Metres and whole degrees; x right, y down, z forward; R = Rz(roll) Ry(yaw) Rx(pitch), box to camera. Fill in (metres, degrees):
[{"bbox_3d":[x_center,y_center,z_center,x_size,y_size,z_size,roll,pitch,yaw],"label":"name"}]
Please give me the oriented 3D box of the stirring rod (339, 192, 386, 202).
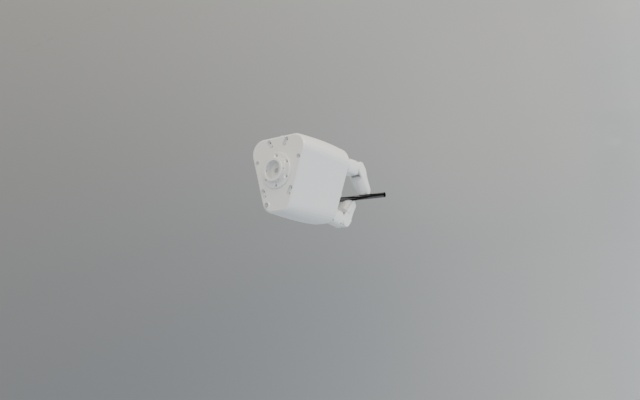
[{"bbox_3d":[0.000,0.003,0.805,0.239,0.011,0.011,-7,-4,34],"label":"stirring rod"}]
